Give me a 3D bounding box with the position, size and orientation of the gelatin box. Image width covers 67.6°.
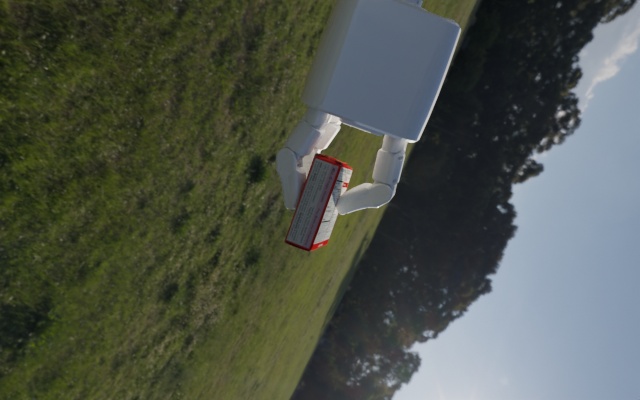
[{"bbox_3d":[0.000,0.002,0.467,0.030,0.089,0.073,20,4,12],"label":"gelatin box"}]
